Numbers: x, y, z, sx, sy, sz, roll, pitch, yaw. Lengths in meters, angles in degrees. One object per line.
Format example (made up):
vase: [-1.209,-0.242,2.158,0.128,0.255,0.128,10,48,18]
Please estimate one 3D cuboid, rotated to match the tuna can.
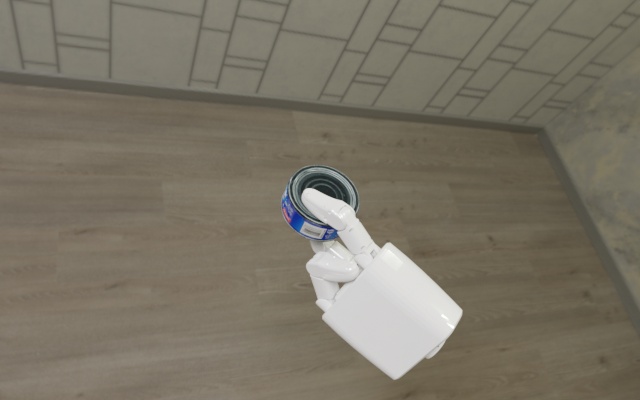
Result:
tuna can: [0.000,0.001,0.541,0.086,0.086,0.034,0,-34,-20]
